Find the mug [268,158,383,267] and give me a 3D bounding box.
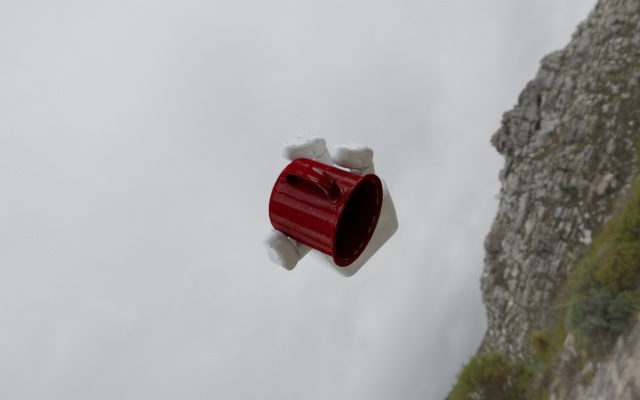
[{"bbox_3d":[-0.001,0.001,0.455,0.081,0.093,0.117,21,-18,28],"label":"mug"}]
